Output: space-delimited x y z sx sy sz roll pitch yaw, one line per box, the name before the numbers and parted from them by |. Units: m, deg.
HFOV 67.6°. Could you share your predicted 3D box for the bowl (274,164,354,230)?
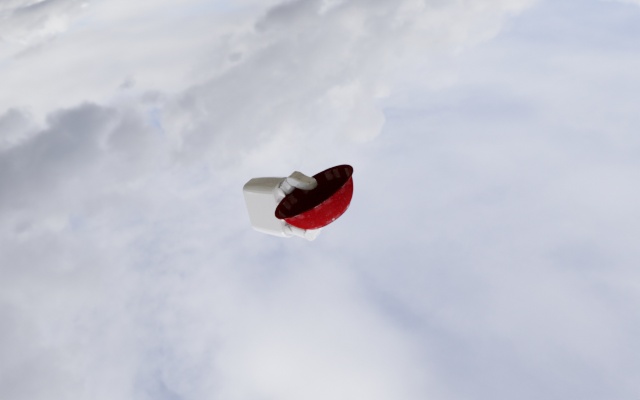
bowl | 0.001 0.003 0.844 0.162 0.055 0.162 -29 19 11
